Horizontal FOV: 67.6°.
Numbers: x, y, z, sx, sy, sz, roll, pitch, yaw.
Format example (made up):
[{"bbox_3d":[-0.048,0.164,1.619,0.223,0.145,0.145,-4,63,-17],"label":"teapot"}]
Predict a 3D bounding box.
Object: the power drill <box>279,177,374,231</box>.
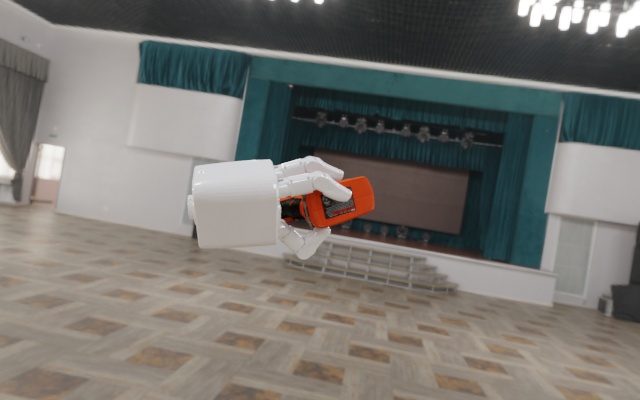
[{"bbox_3d":[0.000,0.002,0.740,0.184,0.057,0.187,-18,5,-28],"label":"power drill"}]
